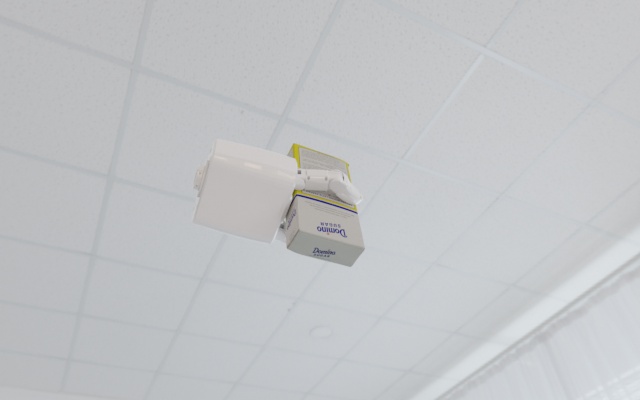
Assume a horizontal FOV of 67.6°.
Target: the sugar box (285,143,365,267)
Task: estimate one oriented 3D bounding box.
[{"bbox_3d":[0.000,0.002,0.643,0.093,0.176,0.048,17,-50,-19],"label":"sugar box"}]
